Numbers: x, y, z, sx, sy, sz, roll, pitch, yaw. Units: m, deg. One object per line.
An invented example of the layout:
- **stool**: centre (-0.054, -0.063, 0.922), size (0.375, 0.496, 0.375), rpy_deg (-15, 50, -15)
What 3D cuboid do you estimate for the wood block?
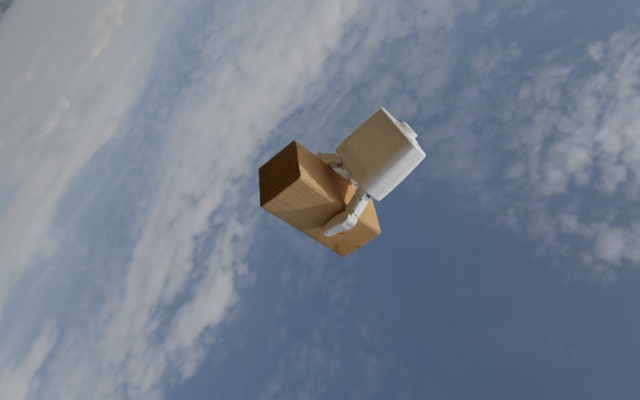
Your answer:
- **wood block**: centre (0.001, 0.003, 0.813), size (0.090, 0.090, 0.206), rpy_deg (-35, -49, 25)
